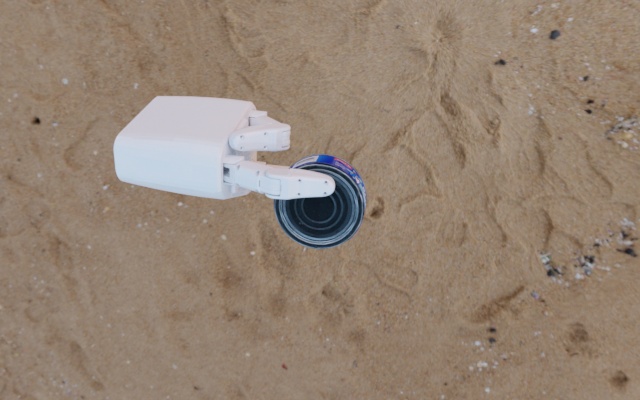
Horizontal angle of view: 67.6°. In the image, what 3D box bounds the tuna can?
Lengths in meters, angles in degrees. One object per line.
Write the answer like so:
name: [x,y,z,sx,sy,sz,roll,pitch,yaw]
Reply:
tuna can: [0.000,0.002,0.448,0.086,0.086,0.033,0,19,8]
